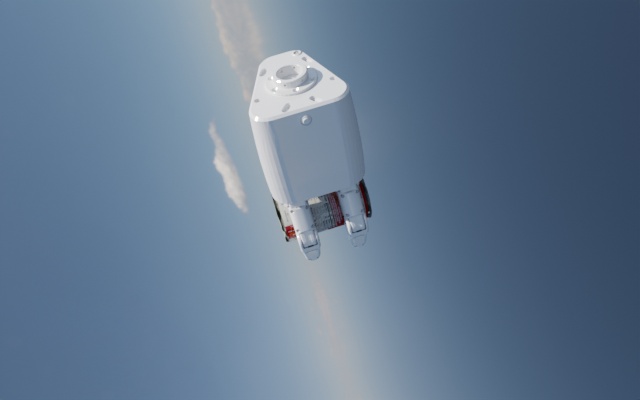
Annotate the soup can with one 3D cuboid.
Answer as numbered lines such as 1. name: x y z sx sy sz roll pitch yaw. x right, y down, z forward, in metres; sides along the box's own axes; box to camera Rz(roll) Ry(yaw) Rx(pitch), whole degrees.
1. soup can: 0.000 0.002 0.547 0.102 0.068 0.068 -17 1 -3
